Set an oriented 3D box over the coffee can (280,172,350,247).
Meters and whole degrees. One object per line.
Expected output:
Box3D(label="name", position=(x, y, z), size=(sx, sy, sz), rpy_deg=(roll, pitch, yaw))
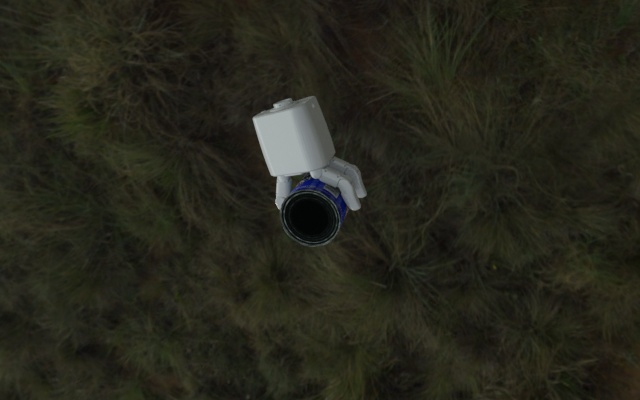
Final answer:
Box3D(label="coffee can", position=(0.000, 0.003, 0.830), size=(0.103, 0.103, 0.140), rpy_deg=(0, 23, 16))
